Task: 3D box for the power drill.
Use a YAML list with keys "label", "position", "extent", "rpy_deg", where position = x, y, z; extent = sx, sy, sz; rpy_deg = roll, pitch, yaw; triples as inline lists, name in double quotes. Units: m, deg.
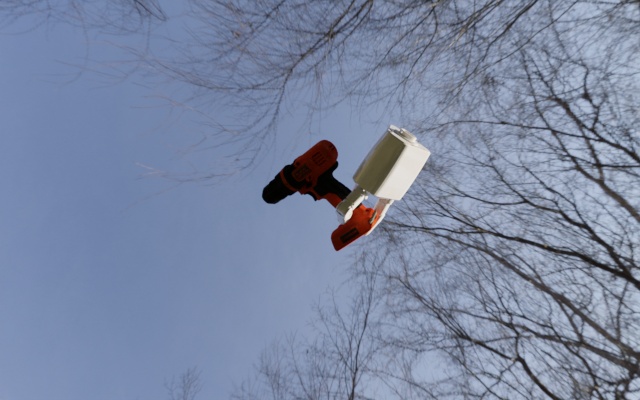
- label: "power drill"
  position: [0.001, 0.003, 0.891]
  extent: [0.184, 0.188, 0.057]
  rpy_deg: [-35, 12, 33]
